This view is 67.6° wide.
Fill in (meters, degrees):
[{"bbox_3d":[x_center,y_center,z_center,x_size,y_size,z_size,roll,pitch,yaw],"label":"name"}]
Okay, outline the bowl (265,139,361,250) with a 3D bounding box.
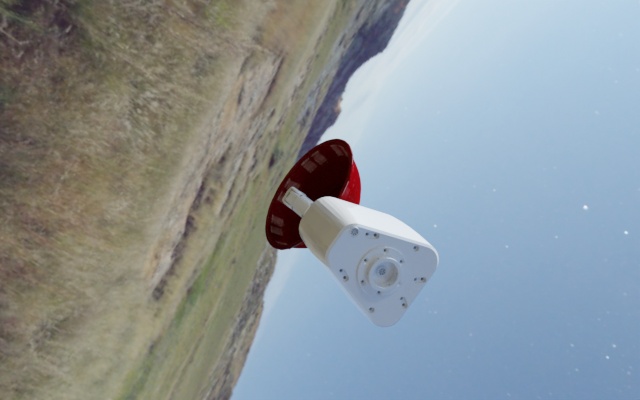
[{"bbox_3d":[0.000,0.002,0.616,0.055,0.162,0.162,34,-19,-29],"label":"bowl"}]
